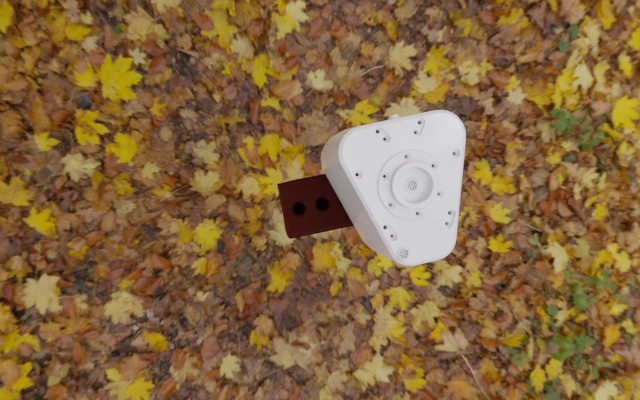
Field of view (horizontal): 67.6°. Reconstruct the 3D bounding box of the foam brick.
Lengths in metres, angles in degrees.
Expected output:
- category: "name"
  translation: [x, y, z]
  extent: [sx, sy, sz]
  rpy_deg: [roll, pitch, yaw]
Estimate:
- category: "foam brick"
  translation: [0.000, 0.002, 0.458]
  extent: [0.078, 0.053, 0.051]
  rpy_deg: [-12, 4, -4]
